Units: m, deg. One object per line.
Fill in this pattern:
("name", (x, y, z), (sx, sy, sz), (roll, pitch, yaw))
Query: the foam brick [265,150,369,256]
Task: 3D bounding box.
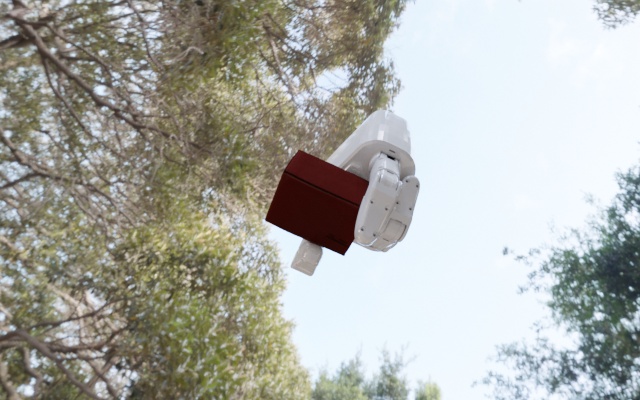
("foam brick", (0.000, 0.001, 0.412), (0.078, 0.053, 0.051), (25, 30, -3))
